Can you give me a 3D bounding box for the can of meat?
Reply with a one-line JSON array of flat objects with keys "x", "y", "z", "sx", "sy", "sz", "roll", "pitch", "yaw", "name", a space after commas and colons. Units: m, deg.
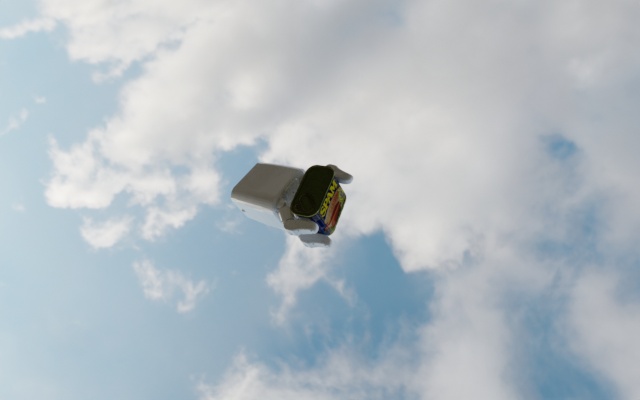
[{"x": 0.000, "y": 0.003, "z": 0.845, "sx": 0.057, "sy": 0.102, "sz": 0.084, "roll": 10, "pitch": -26, "yaw": 29, "name": "can of meat"}]
